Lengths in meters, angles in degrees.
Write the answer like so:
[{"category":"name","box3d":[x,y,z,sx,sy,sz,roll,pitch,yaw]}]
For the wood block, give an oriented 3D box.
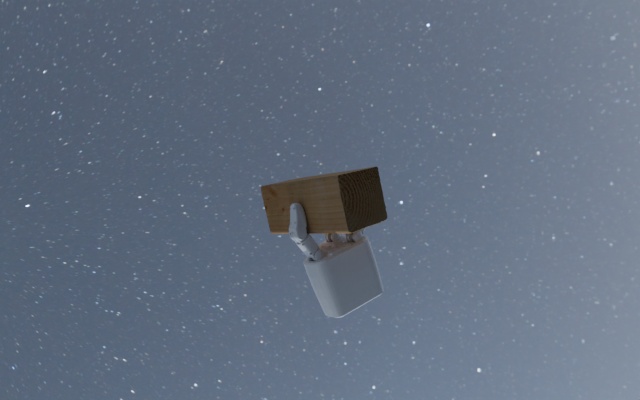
[{"category":"wood block","box3d":[0.000,0.003,0.804,0.091,0.090,0.206,-16,7,-40]}]
